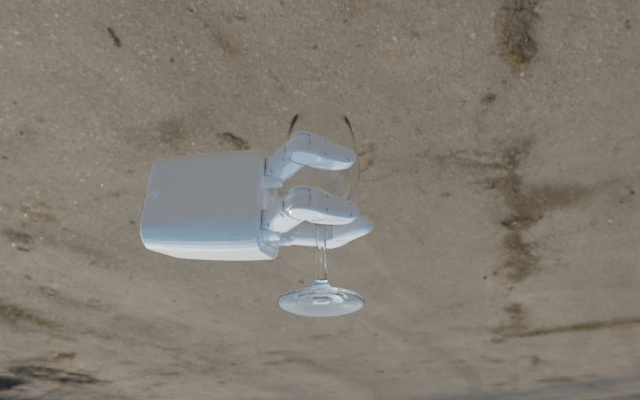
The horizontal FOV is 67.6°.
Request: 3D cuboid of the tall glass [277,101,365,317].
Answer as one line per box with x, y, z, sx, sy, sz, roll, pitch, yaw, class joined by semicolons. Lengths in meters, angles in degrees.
0.000;0.002;0.454;0.079;0.201;0.079;0;-30;0;tall glass
